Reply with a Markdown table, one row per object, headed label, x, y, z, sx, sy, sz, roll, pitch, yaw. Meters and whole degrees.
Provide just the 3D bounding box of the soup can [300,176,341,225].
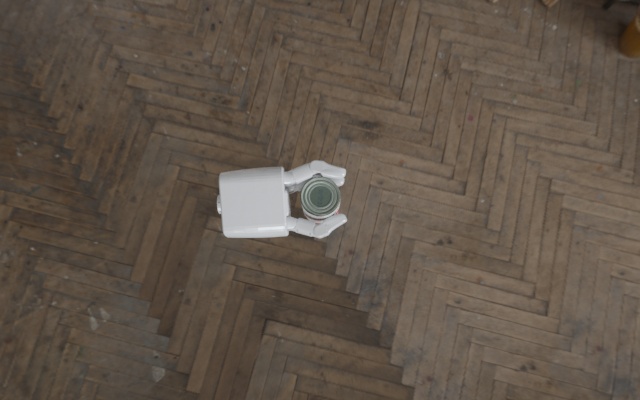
| label | x | y | z | sx | sy | sz | roll | pitch | yaw |
| --- | --- | --- | --- | --- | --- | --- | --- | --- | --- |
| soup can | 0.001 | 0.003 | 0.822 | 0.068 | 0.068 | 0.102 | 0 | -12 | 1 |
